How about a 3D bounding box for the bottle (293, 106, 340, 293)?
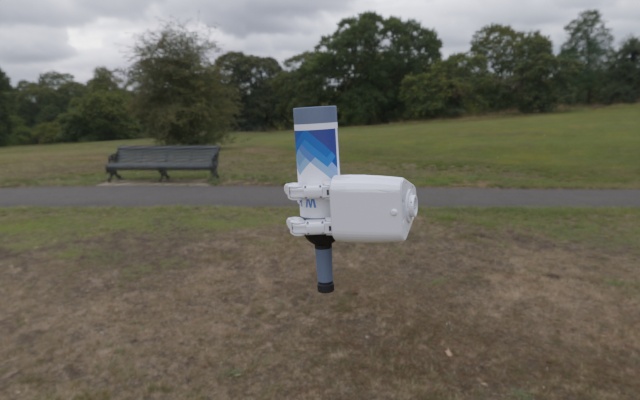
[{"bbox_3d":[0.000,0.002,0.753,0.069,0.296,0.069,-3,10,1],"label":"bottle"}]
